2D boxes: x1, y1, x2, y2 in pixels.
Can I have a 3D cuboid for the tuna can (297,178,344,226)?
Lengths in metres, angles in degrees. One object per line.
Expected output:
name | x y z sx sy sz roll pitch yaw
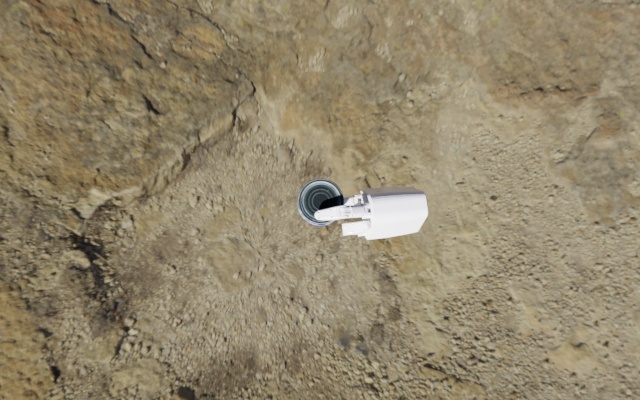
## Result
tuna can | 0.000 0.003 0.877 0.086 0.086 0.034 0 -5 -2
